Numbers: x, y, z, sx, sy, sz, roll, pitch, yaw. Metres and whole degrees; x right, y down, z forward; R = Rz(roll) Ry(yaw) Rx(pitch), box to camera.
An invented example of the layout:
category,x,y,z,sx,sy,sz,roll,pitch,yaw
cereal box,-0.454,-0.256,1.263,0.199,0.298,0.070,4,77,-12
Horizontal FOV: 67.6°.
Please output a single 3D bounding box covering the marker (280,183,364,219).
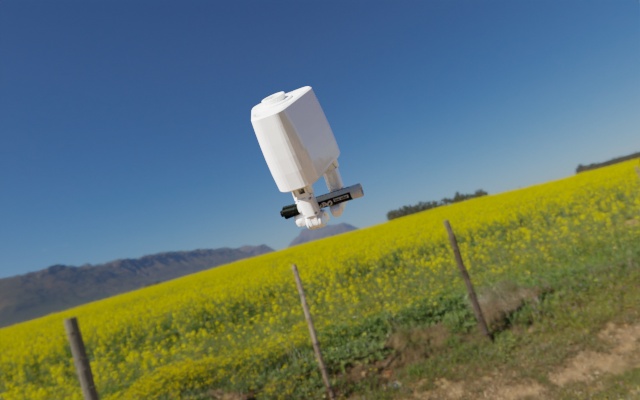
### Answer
category,x,y,z,sx,sy,sz,roll,pitch,yaw
marker,0.000,0.002,0.660,0.121,0.020,0.020,-17,-5,16
